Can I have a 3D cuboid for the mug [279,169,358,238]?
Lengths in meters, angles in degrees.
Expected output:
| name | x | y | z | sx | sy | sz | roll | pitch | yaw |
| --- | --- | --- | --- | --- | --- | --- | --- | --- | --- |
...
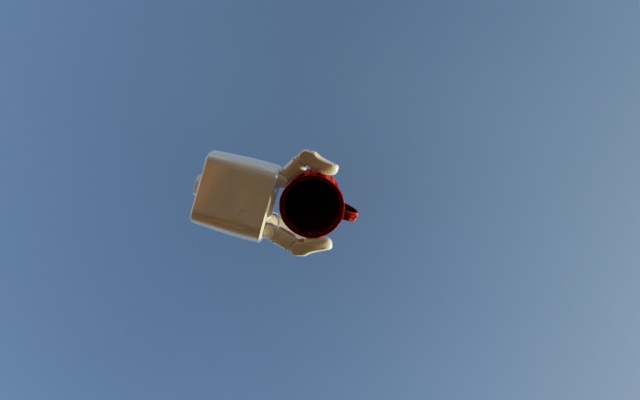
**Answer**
| name | x | y | z | sx | sy | sz | roll | pitch | yaw |
| --- | --- | --- | --- | --- | --- | --- | --- | --- | --- |
| mug | 0.002 | 0.003 | 0.712 | 0.117 | 0.093 | 0.081 | 16 | 15 | -3 |
